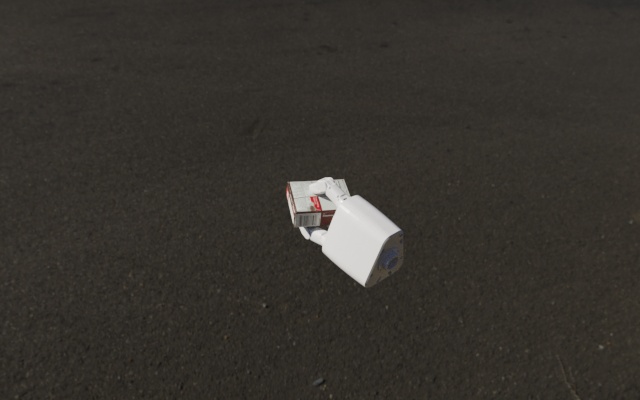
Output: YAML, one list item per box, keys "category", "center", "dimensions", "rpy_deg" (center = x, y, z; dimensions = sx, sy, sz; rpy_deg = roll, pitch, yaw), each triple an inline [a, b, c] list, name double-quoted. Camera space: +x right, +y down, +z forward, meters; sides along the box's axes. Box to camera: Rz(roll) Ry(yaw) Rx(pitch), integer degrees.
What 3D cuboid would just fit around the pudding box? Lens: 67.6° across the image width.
- category: "pudding box"
  center: [0.000, 0.003, 0.866]
  dimensions: [0.113, 0.039, 0.090]
  rpy_deg: [-2, 40, -13]
